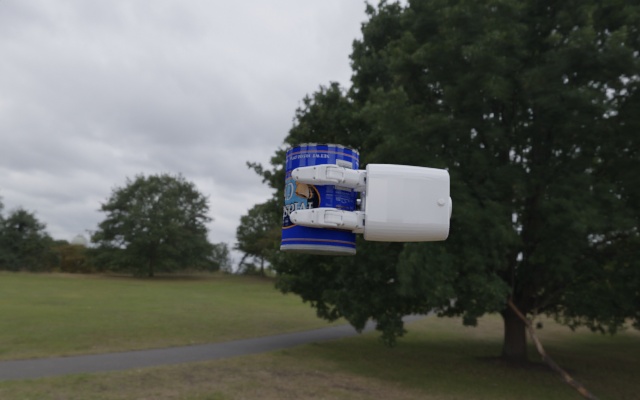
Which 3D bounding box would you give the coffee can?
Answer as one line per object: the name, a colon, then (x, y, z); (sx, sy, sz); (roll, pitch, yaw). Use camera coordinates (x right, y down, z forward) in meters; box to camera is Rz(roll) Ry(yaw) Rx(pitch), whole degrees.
coffee can: (0.000, 0.002, 0.658); (0.103, 0.140, 0.103); (3, -9, 0)
